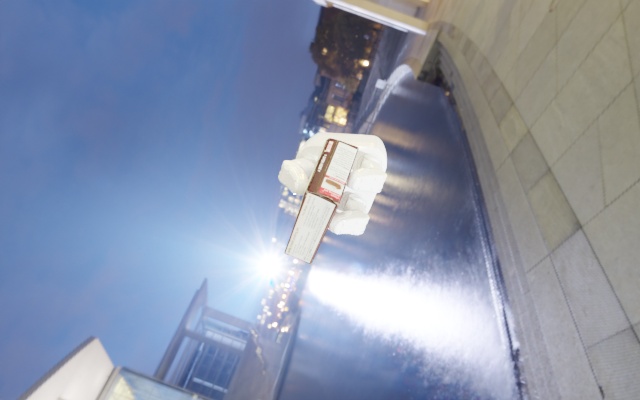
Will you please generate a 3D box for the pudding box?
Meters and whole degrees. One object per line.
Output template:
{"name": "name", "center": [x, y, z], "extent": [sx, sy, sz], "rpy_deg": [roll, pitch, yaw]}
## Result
{"name": "pudding box", "center": [0.000, 0.002, 0.520], "extent": [0.039, 0.090, 0.114], "rpy_deg": [20, -42, 0]}
